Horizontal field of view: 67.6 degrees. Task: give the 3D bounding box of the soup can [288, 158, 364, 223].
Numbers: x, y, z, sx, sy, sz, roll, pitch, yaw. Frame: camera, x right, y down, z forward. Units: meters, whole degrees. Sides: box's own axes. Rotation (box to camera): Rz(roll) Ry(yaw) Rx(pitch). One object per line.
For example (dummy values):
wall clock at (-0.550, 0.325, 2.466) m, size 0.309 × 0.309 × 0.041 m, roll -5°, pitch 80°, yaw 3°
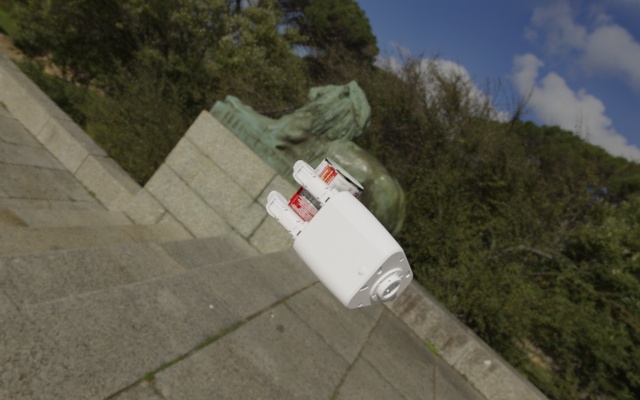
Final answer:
soup can at (0.000, 0.002, 0.637) m, size 0.068 × 0.102 × 0.068 m, roll 39°, pitch 9°, yaw -7°
